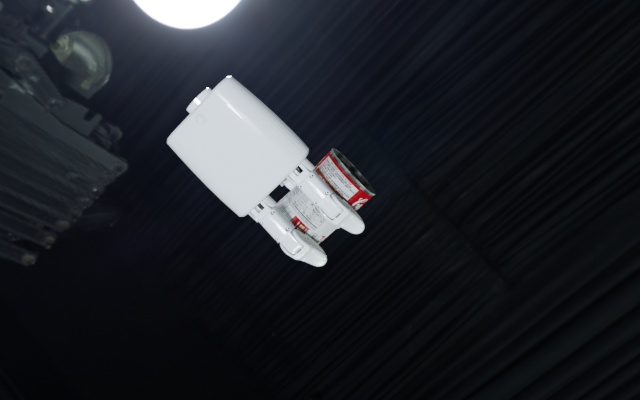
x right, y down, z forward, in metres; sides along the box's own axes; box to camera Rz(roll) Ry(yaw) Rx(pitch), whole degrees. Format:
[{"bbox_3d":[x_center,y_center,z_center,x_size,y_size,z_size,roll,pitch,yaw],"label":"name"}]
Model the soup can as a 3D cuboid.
[{"bbox_3d":[0.000,0.002,0.526,0.102,0.068,0.068,-43,-11,12],"label":"soup can"}]
